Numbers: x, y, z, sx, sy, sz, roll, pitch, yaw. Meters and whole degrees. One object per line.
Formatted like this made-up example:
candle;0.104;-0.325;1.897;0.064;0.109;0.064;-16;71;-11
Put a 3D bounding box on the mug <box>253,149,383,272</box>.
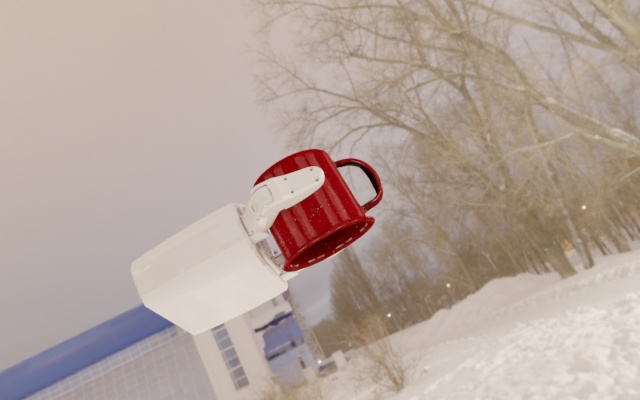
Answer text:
mug;0.001;0.001;0.437;0.117;0.081;0.093;-29;-17;-3
